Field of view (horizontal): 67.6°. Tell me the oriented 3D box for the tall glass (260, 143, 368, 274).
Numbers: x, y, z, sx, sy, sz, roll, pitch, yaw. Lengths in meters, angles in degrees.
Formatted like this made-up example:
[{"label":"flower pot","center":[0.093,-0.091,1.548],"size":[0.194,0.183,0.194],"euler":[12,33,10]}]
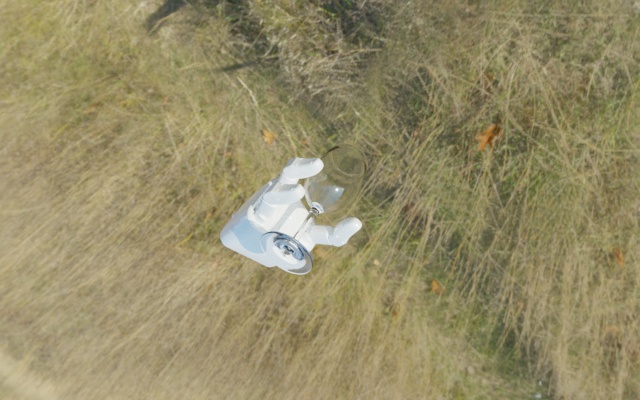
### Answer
[{"label":"tall glass","center":[0.000,0.003,0.653],"size":[0.079,0.079,0.201],"euler":[0,40,35]}]
